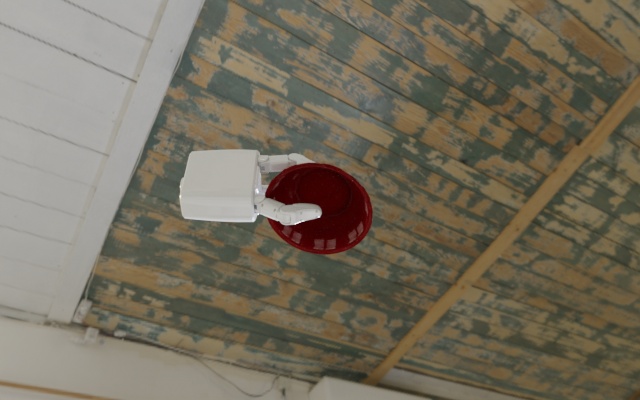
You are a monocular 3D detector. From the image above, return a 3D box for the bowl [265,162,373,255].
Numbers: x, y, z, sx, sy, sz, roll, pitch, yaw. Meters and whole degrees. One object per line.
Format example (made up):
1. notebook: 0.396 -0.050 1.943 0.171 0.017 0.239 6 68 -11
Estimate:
1. bowl: 0.001 0.003 0.717 0.162 0.162 0.055 0 33 12
